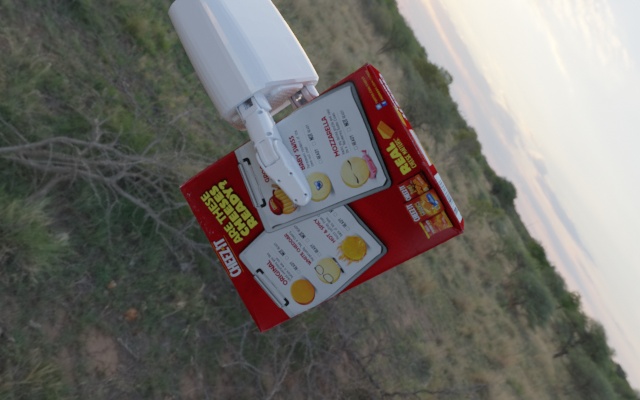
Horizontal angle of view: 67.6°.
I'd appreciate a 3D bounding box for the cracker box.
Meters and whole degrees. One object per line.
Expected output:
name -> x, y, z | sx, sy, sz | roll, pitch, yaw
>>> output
cracker box -> 0.000, 0.001, 0.452 | 0.214, 0.164, 0.072 | -30, -2, 18
